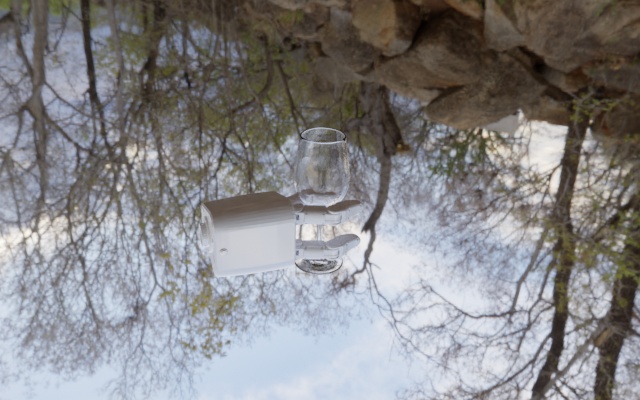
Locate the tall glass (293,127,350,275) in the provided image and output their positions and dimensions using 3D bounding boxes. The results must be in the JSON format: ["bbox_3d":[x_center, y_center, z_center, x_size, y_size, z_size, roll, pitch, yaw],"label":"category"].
[{"bbox_3d":[0.000,0.003,0.675,0.079,0.201,0.079,2,27,-1],"label":"tall glass"}]
